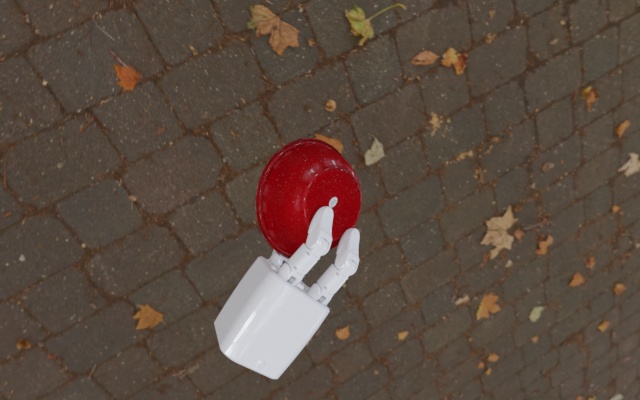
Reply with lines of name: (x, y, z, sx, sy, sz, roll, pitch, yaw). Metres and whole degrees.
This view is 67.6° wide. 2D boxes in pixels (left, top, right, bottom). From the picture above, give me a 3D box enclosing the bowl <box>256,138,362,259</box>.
bowl: (0.001, 0.001, 0.609, 0.162, 0.162, 0.055, 0, 6, -38)
